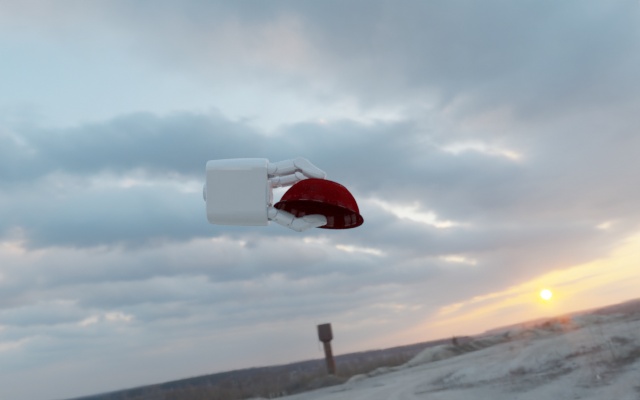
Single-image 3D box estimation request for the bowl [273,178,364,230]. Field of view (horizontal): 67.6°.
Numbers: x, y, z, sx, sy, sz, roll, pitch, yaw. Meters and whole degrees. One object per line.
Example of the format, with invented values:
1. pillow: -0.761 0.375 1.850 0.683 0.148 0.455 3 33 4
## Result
1. bowl: 0.001 0.003 0.845 0.162 0.055 0.162 9 -18 3
